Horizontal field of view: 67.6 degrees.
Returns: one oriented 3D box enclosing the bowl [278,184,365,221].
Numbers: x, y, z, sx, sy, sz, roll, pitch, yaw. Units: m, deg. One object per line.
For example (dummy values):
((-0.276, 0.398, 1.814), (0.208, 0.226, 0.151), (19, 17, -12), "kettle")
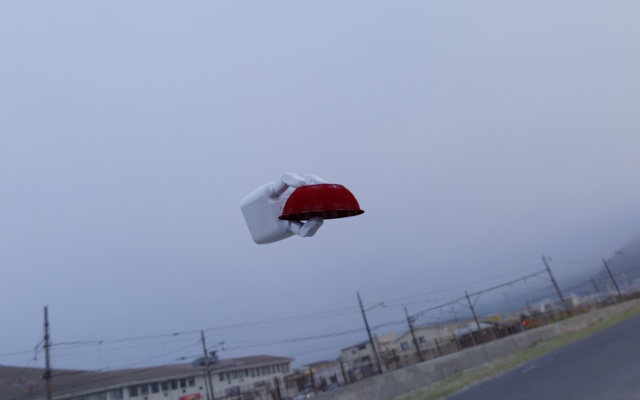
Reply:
((0.001, 0.002, 0.891), (0.162, 0.055, 0.162), (-4, -7, 0), "bowl")
